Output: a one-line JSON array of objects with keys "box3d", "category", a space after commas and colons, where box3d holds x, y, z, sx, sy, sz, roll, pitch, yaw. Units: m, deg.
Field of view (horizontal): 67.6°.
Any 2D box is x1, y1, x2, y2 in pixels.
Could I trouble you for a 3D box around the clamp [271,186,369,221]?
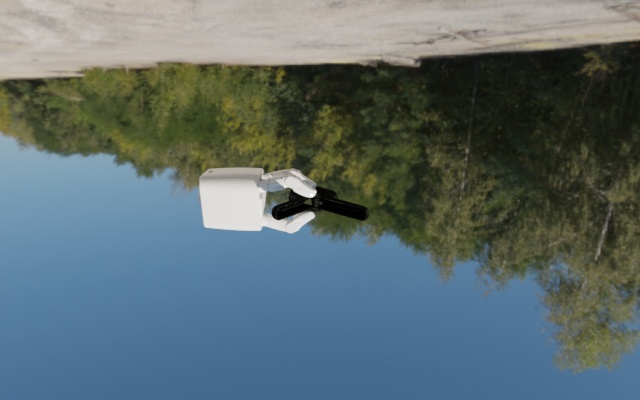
[{"box3d": [0.000, 0.004, 0.885, 0.164, 0.036, 0.210, 3, 13, -1], "category": "clamp"}]
